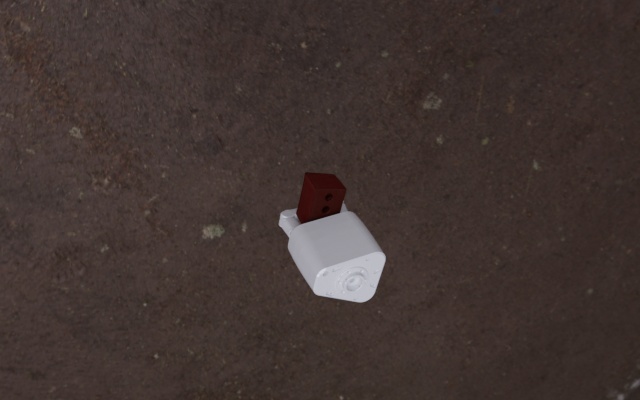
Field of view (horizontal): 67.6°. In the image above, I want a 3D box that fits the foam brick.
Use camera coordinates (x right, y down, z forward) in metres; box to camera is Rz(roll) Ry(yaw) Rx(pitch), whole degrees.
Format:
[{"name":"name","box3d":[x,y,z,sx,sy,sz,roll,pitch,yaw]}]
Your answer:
[{"name":"foam brick","box3d":[0.000,0.002,0.744,0.053,0.078,0.051,0,30,-24]}]
